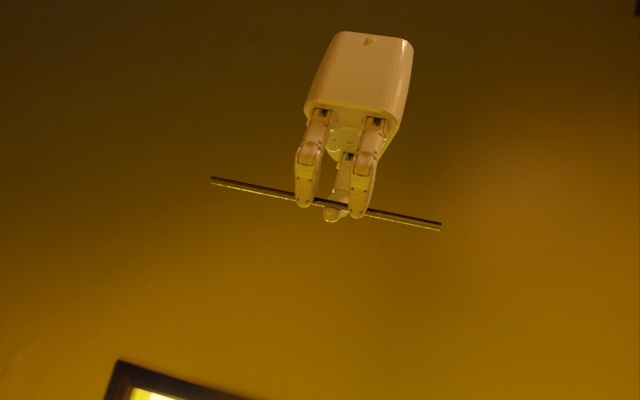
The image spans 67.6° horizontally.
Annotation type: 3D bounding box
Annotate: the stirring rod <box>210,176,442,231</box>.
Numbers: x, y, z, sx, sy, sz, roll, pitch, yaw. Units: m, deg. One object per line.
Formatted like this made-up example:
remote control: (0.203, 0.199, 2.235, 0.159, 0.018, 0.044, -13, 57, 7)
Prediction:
stirring rod: (0.000, 0.002, 0.483, 0.239, 0.011, 0.011, 12, 2, 12)
